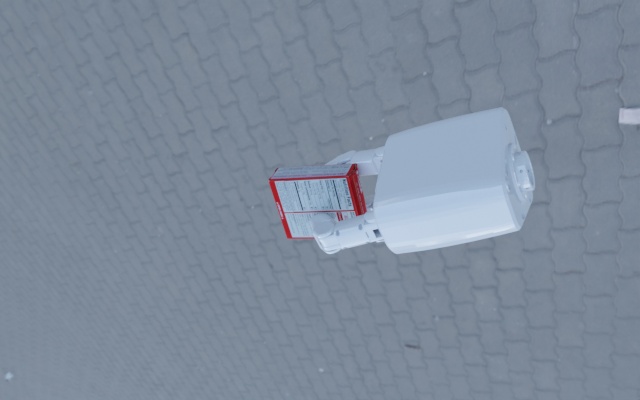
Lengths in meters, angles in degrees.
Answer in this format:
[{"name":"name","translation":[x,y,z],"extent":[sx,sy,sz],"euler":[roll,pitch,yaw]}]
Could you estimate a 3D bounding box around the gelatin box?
[{"name":"gelatin box","translation":[0.000,0.002,0.482],"extent":[0.089,0.073,0.030],"euler":[-2,32,23]}]
